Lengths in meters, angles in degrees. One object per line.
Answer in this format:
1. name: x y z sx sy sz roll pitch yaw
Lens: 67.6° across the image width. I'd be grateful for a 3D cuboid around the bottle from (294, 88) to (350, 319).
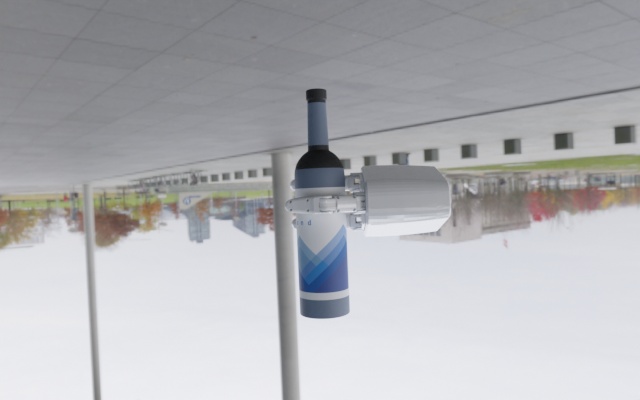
1. bottle: 0.000 0.002 0.631 0.069 0.295 0.069 -2 1 0
